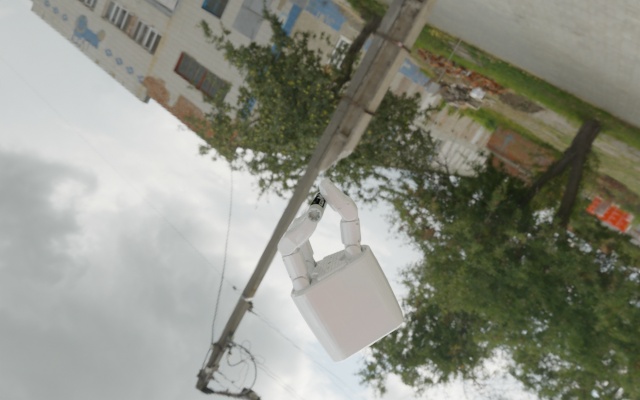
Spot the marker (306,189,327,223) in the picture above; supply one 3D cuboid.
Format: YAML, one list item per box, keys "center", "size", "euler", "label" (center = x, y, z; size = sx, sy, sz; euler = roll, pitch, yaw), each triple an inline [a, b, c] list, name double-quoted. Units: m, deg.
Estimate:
- center: [0.000, 0.002, 0.595]
  size: [0.020, 0.020, 0.121]
  euler: [0, 14, 7]
  label: "marker"
